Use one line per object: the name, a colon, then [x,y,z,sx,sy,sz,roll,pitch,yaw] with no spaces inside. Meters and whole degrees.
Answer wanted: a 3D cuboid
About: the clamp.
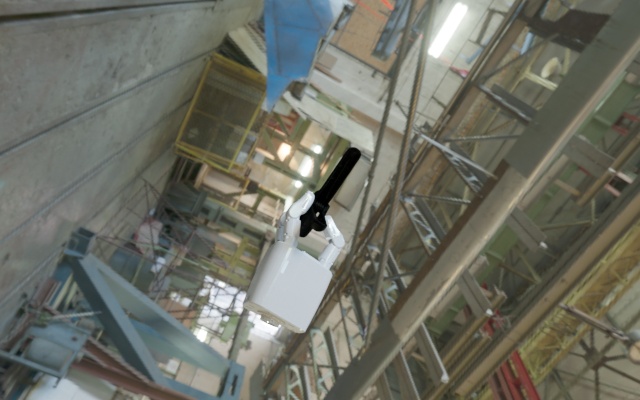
clamp: [0.001,0.003,0.827,0.036,0.164,0.210,32,-23,-7]
